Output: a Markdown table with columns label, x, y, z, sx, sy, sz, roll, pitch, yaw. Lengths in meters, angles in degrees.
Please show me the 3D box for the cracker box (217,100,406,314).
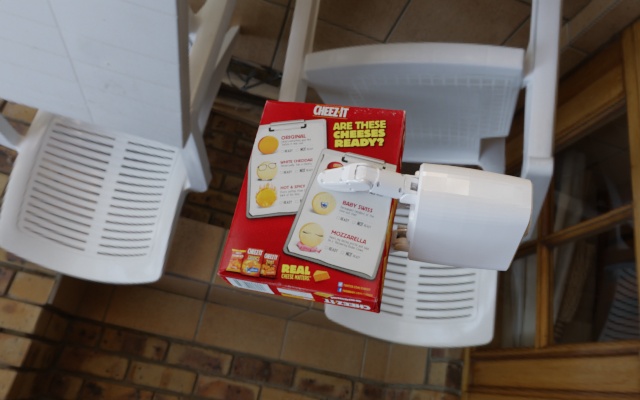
| label | x | y | z | sx | sy | sz | roll | pitch | yaw |
| --- | --- | --- | --- | --- | --- | --- | --- | --- | --- |
| cracker box | 0.000 | 0.002 | 0.526 | 0.164 | 0.213 | 0.072 | 7 | -23 | 12 |
